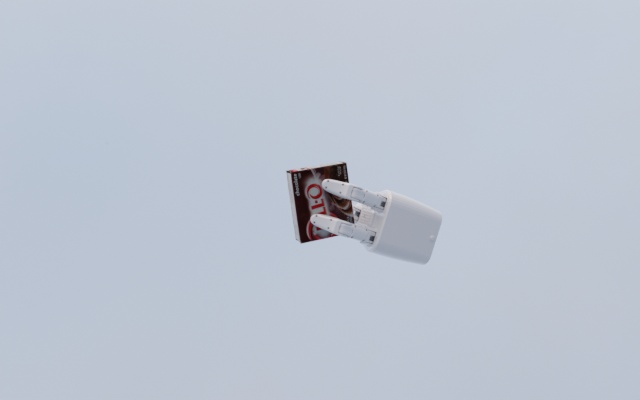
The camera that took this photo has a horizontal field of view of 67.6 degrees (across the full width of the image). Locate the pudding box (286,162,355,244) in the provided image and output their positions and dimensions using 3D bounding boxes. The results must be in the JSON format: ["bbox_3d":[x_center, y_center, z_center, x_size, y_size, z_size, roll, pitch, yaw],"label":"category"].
[{"bbox_3d":[0.000,0.002,0.732,0.090,0.113,0.039,-11,8,-18],"label":"pudding box"}]
